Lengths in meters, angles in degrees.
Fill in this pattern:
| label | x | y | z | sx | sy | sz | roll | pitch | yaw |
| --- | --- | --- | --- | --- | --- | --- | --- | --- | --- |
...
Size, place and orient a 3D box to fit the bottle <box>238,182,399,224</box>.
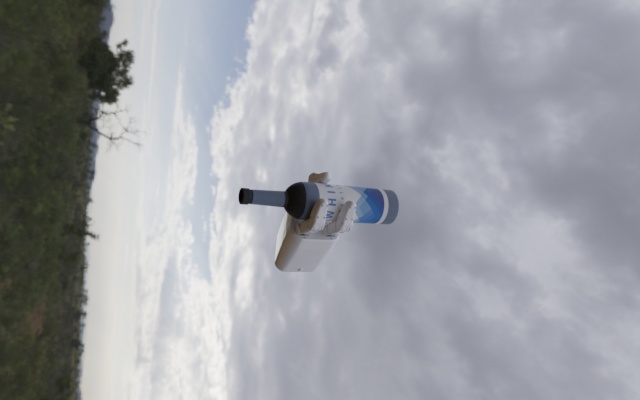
| label | x | y | z | sx | sy | sz | roll | pitch | yaw |
| --- | --- | --- | --- | --- | --- | --- | --- | --- | --- |
| bottle | 0.000 | 0.003 | 0.848 | 0.296 | 0.069 | 0.069 | 4 | -2 | -27 |
